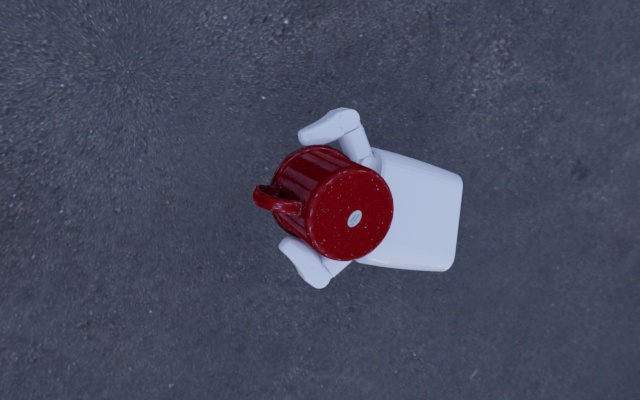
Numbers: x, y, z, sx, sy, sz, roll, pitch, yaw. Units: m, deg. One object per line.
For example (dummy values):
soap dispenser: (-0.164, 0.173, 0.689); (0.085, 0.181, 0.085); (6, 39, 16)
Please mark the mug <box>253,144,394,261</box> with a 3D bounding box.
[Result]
mug: (-0.001, 0.001, 0.412); (0.117, 0.093, 0.081); (7, 11, -26)
